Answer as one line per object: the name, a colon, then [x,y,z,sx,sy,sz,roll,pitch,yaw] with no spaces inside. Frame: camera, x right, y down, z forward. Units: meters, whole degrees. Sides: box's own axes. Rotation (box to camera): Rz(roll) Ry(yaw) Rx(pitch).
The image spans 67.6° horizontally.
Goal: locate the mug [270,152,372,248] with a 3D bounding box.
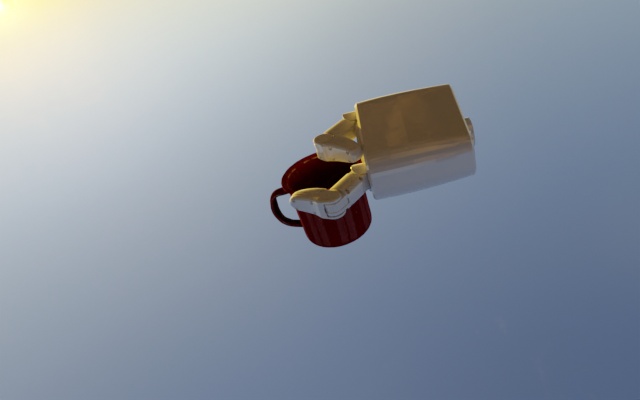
mug: [-0.001,0.002,0.548,0.117,0.081,0.093,-13,32,10]
